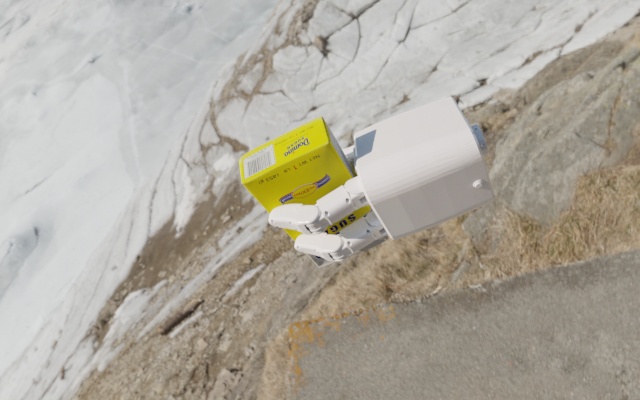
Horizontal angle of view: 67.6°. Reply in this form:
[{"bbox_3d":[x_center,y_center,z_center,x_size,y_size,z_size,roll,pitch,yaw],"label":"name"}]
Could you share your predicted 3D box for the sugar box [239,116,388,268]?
[{"bbox_3d":[0.000,0.002,0.501,0.093,0.048,0.176,-24,-44,13],"label":"sugar box"}]
